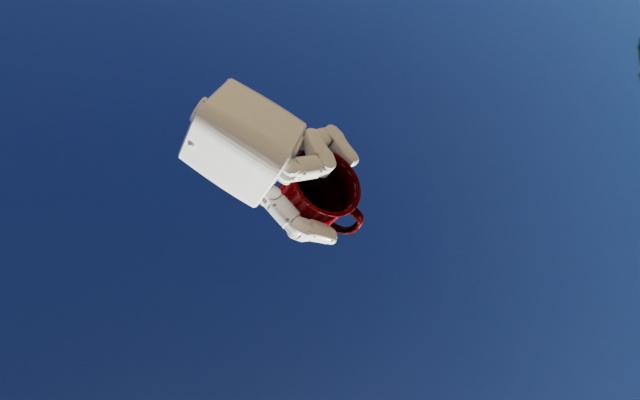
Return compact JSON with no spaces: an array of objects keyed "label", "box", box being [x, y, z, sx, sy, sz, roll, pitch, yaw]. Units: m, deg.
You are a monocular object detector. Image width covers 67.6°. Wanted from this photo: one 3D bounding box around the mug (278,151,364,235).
[{"label":"mug","box":[0.001,0.003,0.599,0.117,0.093,0.081,34,-39,-8]}]
